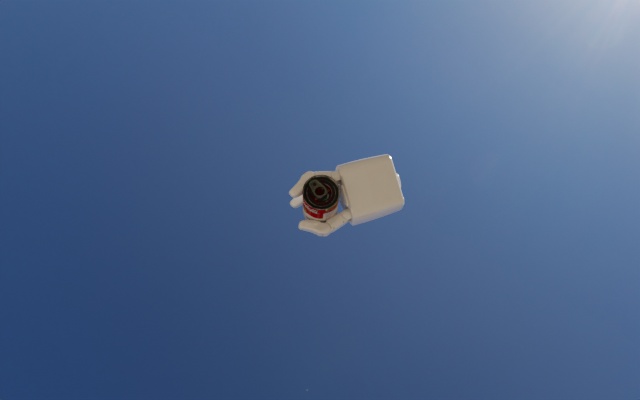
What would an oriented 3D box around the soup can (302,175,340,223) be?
[{"bbox_3d":[0.000,0.003,0.894,0.068,0.068,0.102,0,-22,-2],"label":"soup can"}]
